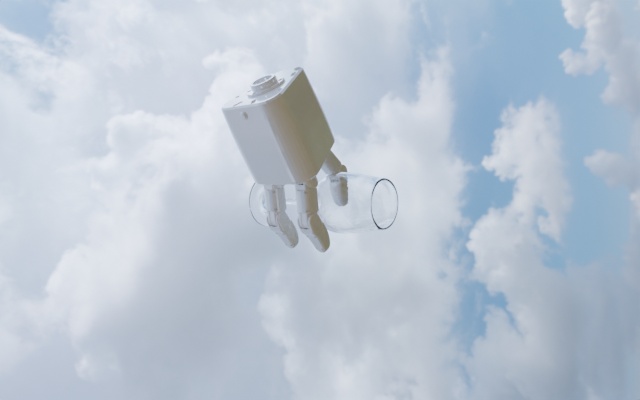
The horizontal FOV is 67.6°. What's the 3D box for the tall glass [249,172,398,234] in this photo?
[{"bbox_3d":[0.000,0.002,0.630,0.201,0.079,0.079,2,1,39],"label":"tall glass"}]
